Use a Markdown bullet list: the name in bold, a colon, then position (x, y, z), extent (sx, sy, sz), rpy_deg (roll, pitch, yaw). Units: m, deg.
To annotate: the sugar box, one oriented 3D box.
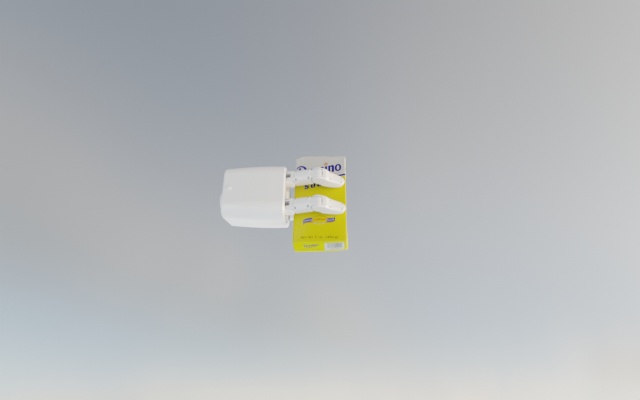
- **sugar box**: position (0.000, 0.003, 0.841), extent (0.093, 0.176, 0.048), rpy_deg (-1, -29, 2)
